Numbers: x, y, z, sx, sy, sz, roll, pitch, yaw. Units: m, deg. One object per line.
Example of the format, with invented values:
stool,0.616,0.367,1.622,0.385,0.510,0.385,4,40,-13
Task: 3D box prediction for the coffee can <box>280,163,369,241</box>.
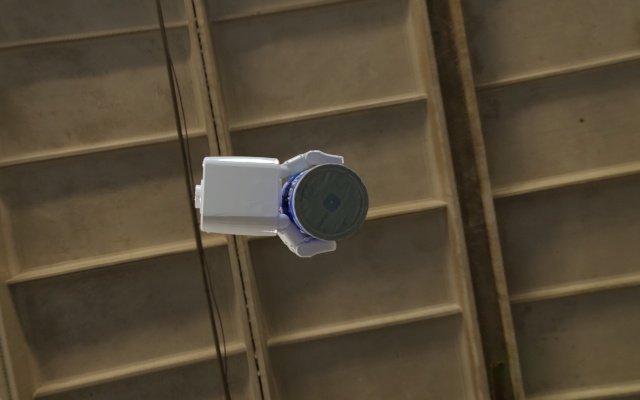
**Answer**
coffee can,0.000,0.002,0.694,0.103,0.103,0.140,0,0,-12
